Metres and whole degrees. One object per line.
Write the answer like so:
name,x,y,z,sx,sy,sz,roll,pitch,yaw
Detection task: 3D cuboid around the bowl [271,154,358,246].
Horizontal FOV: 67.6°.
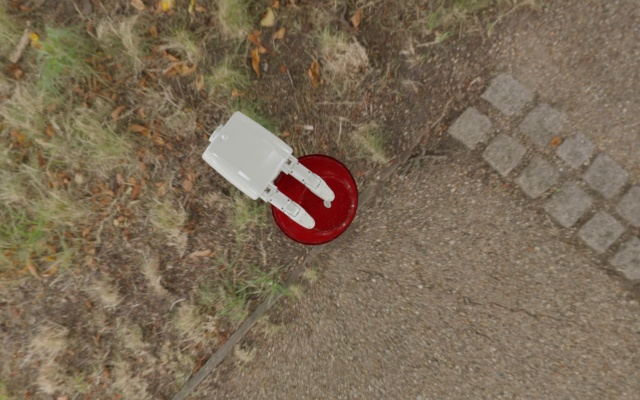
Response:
bowl,0.001,0.003,0.808,0.162,0.162,0.055,0,7,-20
